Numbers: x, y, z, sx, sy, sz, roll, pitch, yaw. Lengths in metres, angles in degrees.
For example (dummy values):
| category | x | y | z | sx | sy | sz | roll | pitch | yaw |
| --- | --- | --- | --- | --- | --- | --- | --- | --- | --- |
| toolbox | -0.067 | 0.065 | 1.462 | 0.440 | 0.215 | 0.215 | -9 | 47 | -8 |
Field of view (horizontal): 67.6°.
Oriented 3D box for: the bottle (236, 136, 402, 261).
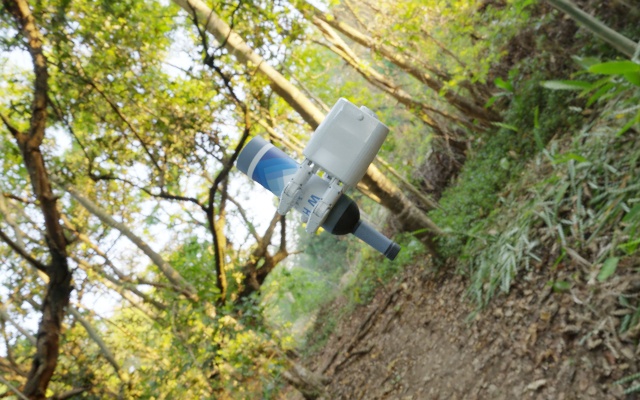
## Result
| category | x | y | z | sx | sy | sz | roll | pitch | yaw |
| --- | --- | --- | --- | --- | --- | --- | --- | --- | --- |
| bottle | 0.000 | 0.002 | 0.772 | 0.295 | 0.069 | 0.069 | 34 | 6 | 8 |
